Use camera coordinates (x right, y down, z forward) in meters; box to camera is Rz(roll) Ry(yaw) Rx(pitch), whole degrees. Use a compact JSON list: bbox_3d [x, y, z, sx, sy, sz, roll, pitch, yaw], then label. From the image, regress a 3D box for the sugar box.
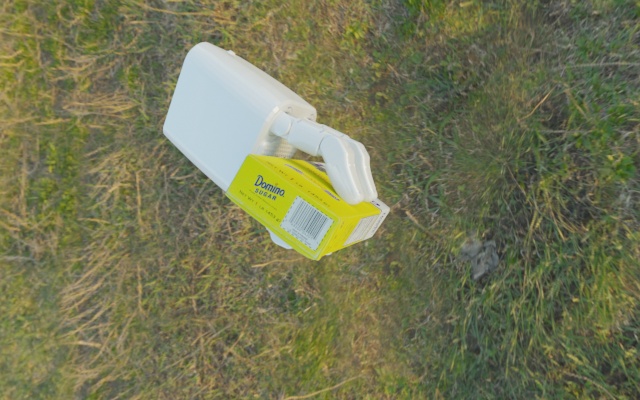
[{"bbox_3d":[0.000,0.001,0.439,0.093,0.048,0.176,36,16,15],"label":"sugar box"}]
